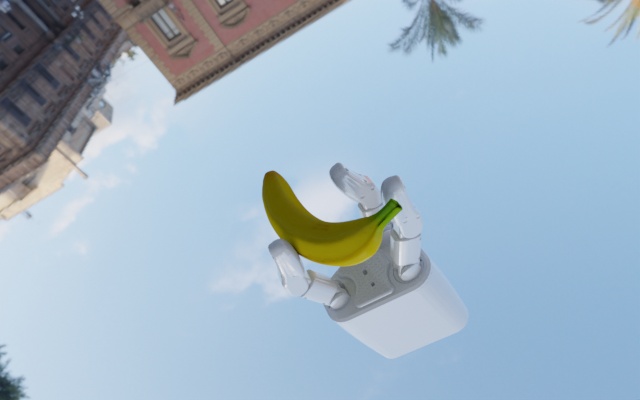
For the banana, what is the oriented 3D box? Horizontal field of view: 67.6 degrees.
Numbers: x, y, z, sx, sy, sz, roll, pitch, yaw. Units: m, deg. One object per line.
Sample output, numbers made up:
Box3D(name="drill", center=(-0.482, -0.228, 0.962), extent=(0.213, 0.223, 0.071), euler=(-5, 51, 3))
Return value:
Box3D(name="banana", center=(-0.007, 0.018, 0.438), extent=(0.037, 0.069, 0.197), euler=(38, -13, -37))
